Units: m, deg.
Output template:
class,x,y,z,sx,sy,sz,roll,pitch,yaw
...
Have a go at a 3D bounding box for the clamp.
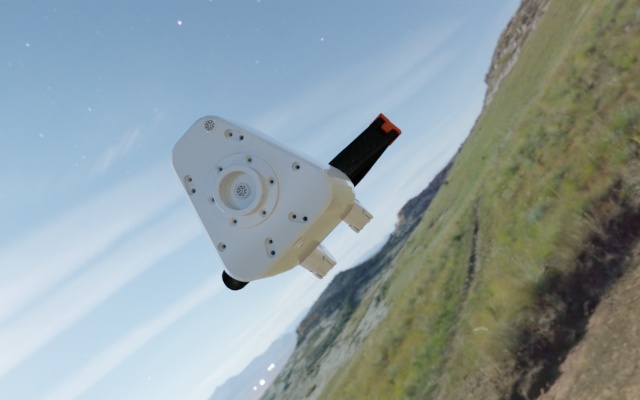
class,x,y,z,sx,sy,sz,roll,pitch,yaw
clamp,0.000,0.001,0.486,0.036,0.210,0.164,44,6,7
